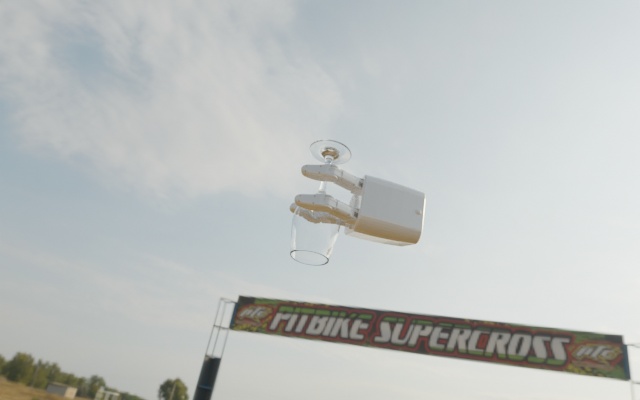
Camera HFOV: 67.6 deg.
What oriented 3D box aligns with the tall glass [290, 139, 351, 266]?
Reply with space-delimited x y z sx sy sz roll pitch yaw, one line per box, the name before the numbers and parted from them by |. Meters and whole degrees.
tall glass | 0.000 0.002 0.784 0.079 0.201 0.079 9 -27 5
